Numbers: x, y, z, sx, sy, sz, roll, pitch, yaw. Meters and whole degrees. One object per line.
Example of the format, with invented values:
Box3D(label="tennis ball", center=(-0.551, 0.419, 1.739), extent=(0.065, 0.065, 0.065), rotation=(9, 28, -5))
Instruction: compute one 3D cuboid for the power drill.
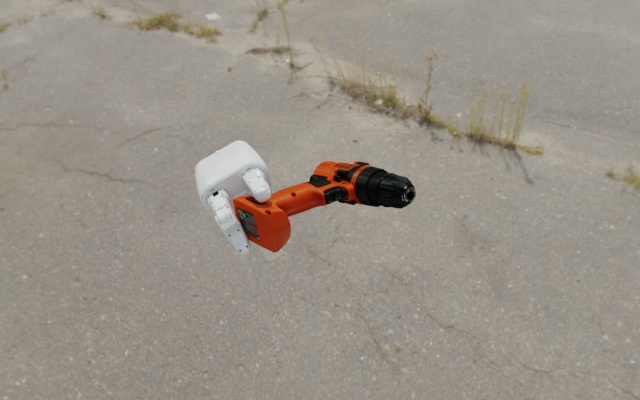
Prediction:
Box3D(label="power drill", center=(0.000, 0.002, 0.602), extent=(0.187, 0.057, 0.184), rotation=(-21, 19, -30))
